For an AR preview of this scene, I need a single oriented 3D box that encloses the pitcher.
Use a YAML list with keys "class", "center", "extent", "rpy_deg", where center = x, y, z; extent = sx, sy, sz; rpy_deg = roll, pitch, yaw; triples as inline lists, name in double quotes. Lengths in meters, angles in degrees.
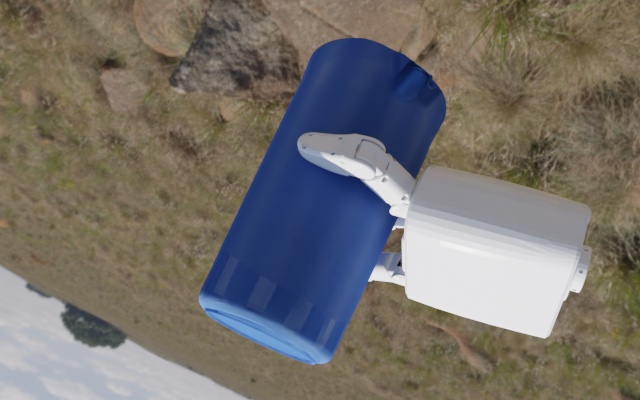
- class: "pitcher"
  center: [0.000, 0.001, 0.401]
  extent: [0.145, 0.242, 0.149]
  rpy_deg: [15, -25, 25]
